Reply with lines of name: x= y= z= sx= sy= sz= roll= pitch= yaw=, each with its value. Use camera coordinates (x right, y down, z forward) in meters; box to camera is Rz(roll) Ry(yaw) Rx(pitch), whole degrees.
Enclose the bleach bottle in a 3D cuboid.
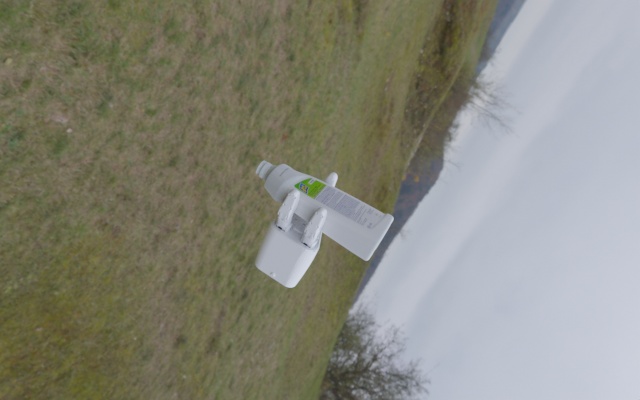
bleach bottle: x=0.000 y=0.003 z=0.847 sx=0.251 sy=0.068 sz=0.102 roll=32 pitch=33 yaw=7
